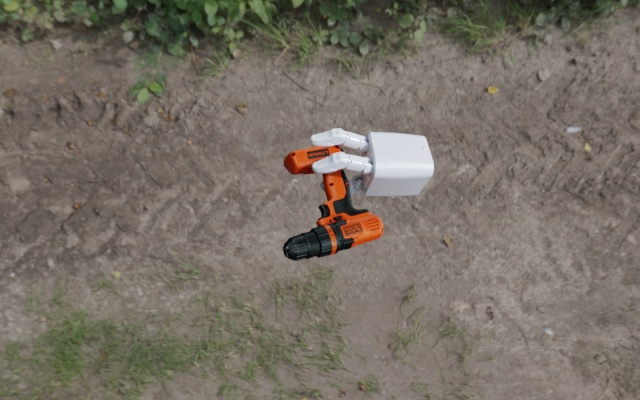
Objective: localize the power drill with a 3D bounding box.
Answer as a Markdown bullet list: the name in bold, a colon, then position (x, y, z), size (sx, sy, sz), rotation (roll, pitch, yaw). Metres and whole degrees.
- **power drill**: position (0.000, 0.002, 0.823), size (0.184, 0.187, 0.057), rotation (-13, -16, -26)
